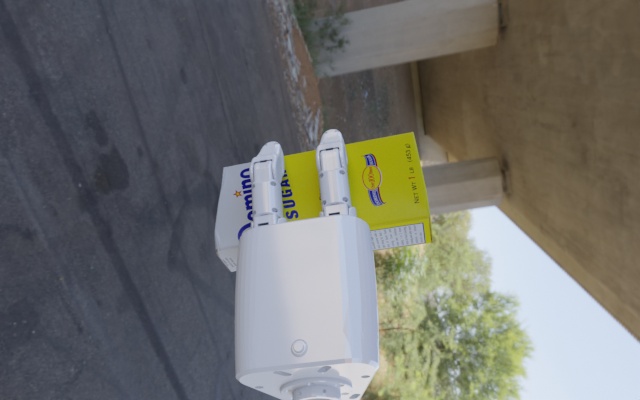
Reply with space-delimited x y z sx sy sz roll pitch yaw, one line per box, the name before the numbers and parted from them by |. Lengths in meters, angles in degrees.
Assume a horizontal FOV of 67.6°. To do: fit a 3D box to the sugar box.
sugar box | 0.000 0.001 0.411 0.176 0.093 0.048 -9 -38 8
